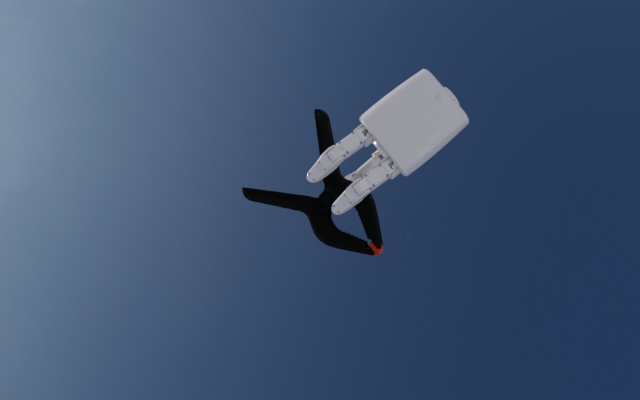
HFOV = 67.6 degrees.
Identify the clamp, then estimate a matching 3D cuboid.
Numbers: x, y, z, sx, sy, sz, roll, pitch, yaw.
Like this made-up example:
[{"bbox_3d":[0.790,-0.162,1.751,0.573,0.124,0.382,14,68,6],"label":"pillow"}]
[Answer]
[{"bbox_3d":[0.001,0.002,0.658,0.164,0.210,0.036,-39,-10,11],"label":"clamp"}]
